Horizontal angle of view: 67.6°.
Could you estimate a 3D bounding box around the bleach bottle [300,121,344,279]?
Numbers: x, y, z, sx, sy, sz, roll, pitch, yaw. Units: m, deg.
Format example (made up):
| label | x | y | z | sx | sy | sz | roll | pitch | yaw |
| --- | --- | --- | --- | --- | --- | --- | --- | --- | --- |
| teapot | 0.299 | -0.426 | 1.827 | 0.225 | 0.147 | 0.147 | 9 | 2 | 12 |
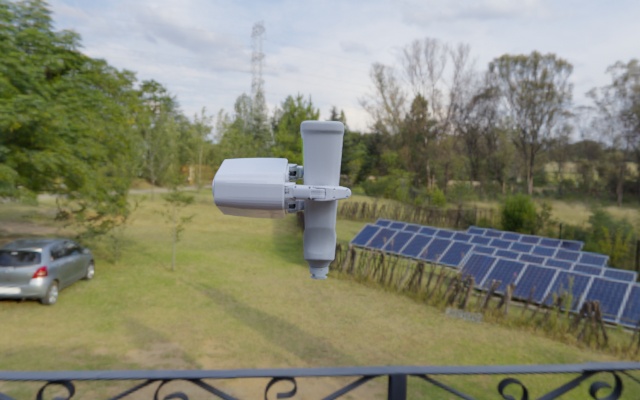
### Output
| label | x | y | z | sx | sy | sz | roll | pitch | yaw |
| --- | --- | --- | --- | --- | --- | --- | --- | --- | --- |
| bleach bottle | 0.000 | 0.002 | 0.766 | 0.068 | 0.251 | 0.102 | 1 | 5 | 0 |
